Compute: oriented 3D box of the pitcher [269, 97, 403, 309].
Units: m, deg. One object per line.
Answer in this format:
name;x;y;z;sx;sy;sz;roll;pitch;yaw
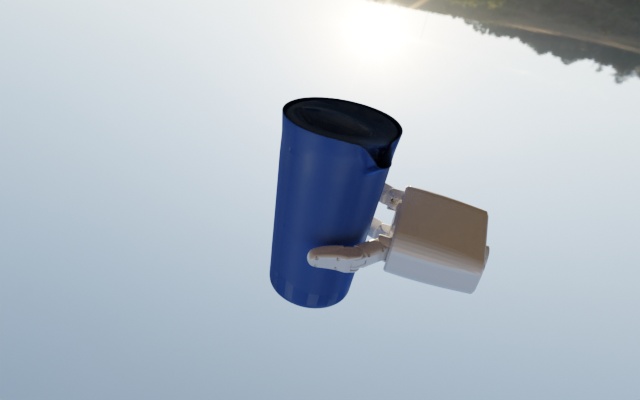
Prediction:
pitcher;0.000;0.002;0.582;0.145;0.243;0.149;15;30;5
